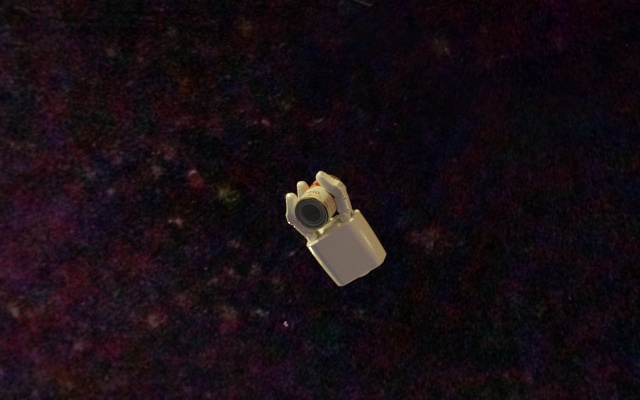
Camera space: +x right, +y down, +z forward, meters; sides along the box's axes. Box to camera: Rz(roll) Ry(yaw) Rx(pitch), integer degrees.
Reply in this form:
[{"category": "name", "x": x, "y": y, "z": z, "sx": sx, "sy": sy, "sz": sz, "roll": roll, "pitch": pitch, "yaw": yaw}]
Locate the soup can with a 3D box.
[{"category": "soup can", "x": 0.000, "y": 0.003, "z": 0.895, "sx": 0.068, "sy": 0.068, "sz": 0.102, "roll": 0, "pitch": 26, "yaw": 23}]
